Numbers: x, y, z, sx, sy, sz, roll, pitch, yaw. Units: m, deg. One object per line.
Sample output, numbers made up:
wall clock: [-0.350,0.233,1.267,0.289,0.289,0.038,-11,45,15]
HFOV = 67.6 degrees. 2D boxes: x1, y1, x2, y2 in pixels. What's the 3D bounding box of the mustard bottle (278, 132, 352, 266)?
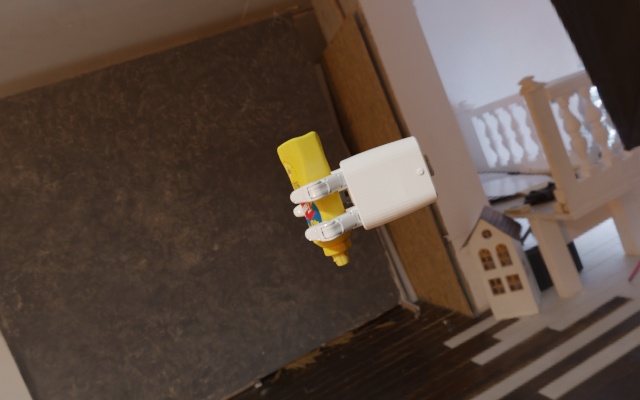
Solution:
mustard bottle: [0.000,0.002,0.683,0.058,0.191,0.096,-23,4,-18]
